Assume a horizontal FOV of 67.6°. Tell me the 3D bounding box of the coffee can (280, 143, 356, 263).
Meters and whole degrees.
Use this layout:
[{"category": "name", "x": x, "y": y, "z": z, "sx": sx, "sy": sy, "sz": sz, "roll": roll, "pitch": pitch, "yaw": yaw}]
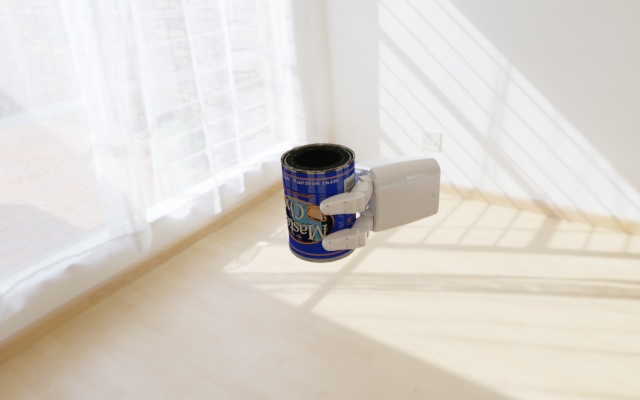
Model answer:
[{"category": "coffee can", "x": 0.000, "y": 0.002, "z": 0.676, "sx": 0.103, "sy": 0.140, "sz": 0.102, "roll": -3, "pitch": 27, "yaw": 2}]
